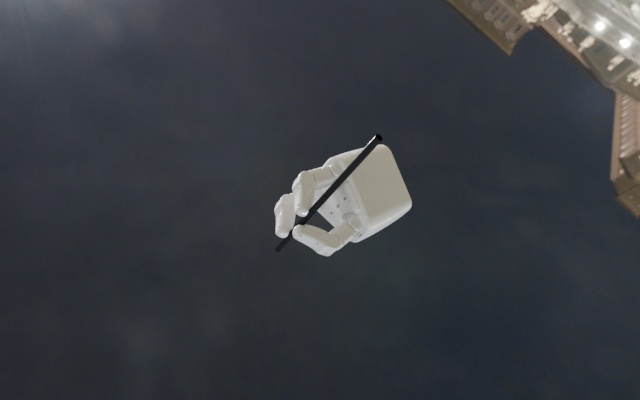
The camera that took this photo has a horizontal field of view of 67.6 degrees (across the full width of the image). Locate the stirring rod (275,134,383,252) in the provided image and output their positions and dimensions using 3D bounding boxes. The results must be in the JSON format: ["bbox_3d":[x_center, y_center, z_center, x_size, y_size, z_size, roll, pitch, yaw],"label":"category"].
[{"bbox_3d":[0.000,0.002,0.548,0.011,0.011,0.240,0,-32,-34],"label":"stirring rod"}]
